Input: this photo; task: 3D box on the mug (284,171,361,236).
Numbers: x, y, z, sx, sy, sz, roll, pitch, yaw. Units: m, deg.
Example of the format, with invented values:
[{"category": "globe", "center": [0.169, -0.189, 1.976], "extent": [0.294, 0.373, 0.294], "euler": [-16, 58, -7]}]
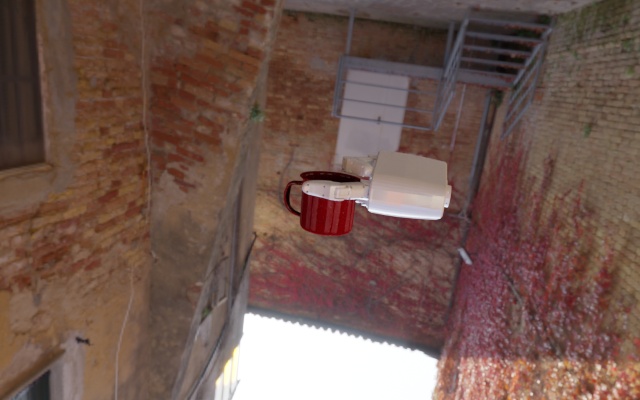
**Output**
[{"category": "mug", "center": [-0.001, 0.002, 0.725], "extent": [0.117, 0.081, 0.093], "euler": [8, 14, 10]}]
